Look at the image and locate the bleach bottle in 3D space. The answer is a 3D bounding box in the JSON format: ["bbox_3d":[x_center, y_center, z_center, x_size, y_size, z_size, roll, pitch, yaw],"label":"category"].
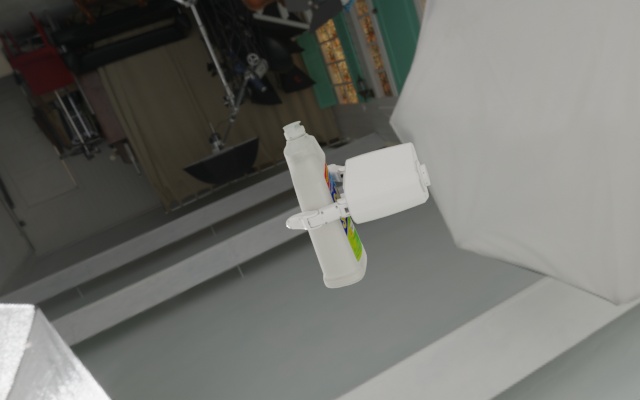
[{"bbox_3d":[0.000,0.002,0.735,0.068,0.251,0.102,-17,18,16],"label":"bleach bottle"}]
